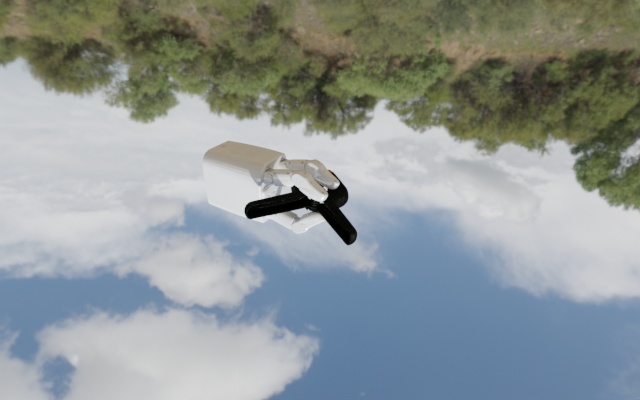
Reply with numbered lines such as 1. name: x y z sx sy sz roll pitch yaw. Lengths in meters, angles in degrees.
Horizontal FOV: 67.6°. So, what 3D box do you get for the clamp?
1. clamp: 0.000 0.003 0.746 0.164 0.036 0.210 18 26 14
